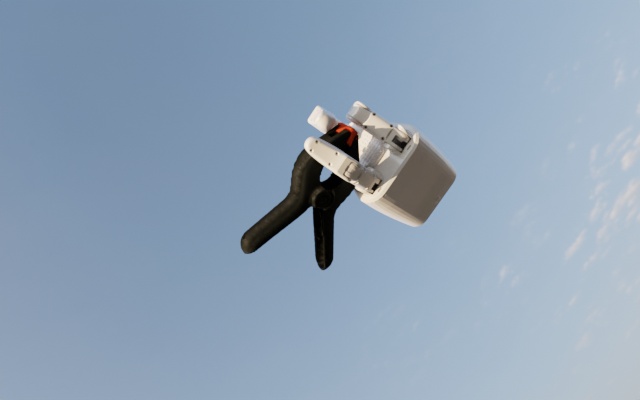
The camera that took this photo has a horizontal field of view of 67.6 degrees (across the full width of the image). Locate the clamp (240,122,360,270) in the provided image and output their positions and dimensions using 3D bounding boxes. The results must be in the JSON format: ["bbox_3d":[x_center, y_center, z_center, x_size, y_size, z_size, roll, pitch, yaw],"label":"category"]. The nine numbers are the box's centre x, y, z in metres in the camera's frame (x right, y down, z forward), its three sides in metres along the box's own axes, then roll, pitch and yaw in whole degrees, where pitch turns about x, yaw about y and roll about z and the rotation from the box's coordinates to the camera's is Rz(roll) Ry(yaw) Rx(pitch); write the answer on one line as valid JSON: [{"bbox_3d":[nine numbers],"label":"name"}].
[{"bbox_3d":[0.000,0.001,0.526,0.120,0.171,0.039,28,9,-44],"label":"clamp"}]
